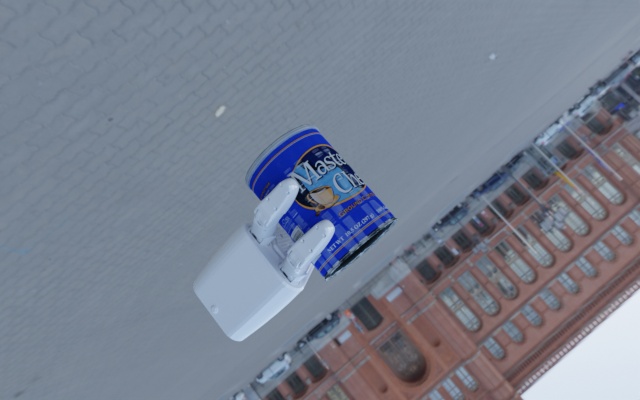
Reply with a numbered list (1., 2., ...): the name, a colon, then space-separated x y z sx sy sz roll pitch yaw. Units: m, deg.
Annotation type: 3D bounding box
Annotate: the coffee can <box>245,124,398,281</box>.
1. coffee can: 0.000 0.001 0.525 0.103 0.140 0.103 -38 -13 -10
